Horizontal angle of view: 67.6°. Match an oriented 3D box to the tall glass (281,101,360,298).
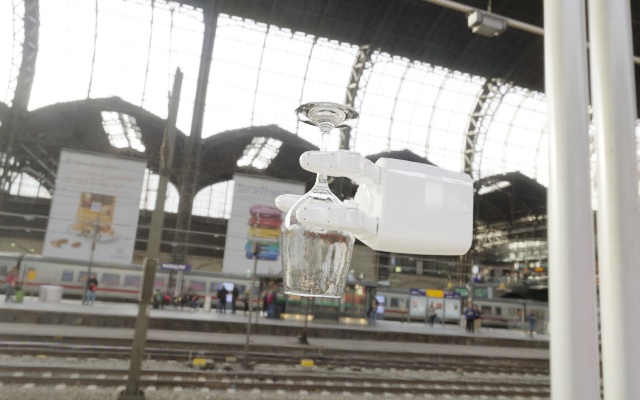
[{"bbox_3d":[0.000,0.001,0.512,0.079,0.201,0.079,4,-12,1],"label":"tall glass"}]
